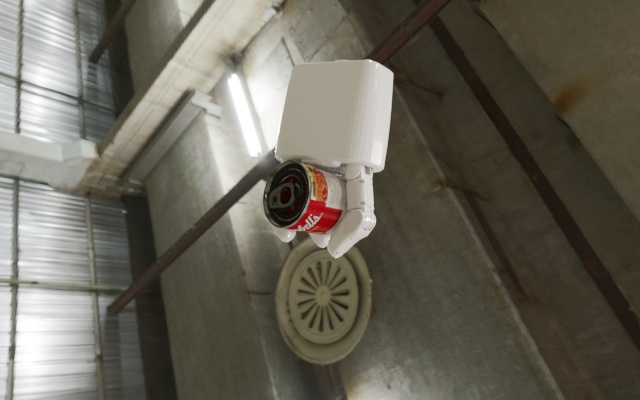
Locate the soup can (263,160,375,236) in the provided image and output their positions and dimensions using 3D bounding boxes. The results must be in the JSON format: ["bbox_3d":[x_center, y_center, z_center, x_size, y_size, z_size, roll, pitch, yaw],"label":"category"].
[{"bbox_3d":[0.000,0.002,0.501,0.068,0.068,0.102,0,-10,44],"label":"soup can"}]
